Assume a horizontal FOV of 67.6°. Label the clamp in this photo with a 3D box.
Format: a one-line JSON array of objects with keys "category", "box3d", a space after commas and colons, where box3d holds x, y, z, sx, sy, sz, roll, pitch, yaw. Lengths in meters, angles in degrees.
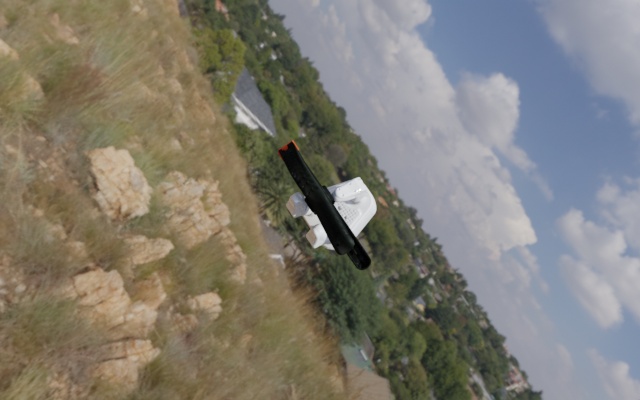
[{"category": "clamp", "box3d": [0.001, 0.001, 0.654, 0.036, 0.210, 0.164, -33, -13, 2]}]
